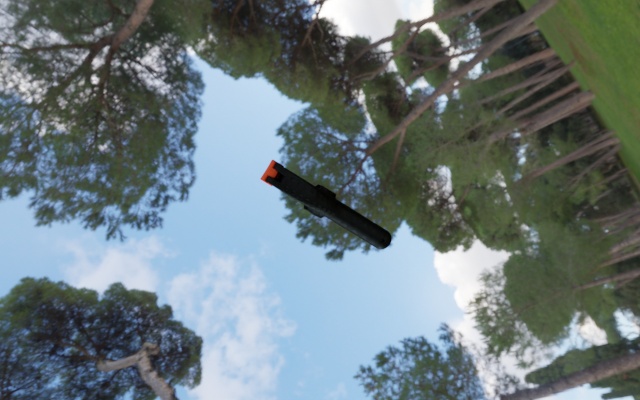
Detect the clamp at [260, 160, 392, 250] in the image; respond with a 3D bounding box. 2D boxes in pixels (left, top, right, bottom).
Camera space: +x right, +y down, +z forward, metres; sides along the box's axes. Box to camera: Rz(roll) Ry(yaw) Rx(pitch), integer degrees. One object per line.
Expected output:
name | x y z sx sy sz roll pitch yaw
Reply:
clamp | 0.000 0.002 0.593 0.171 0.039 0.120 34 -7 -20
